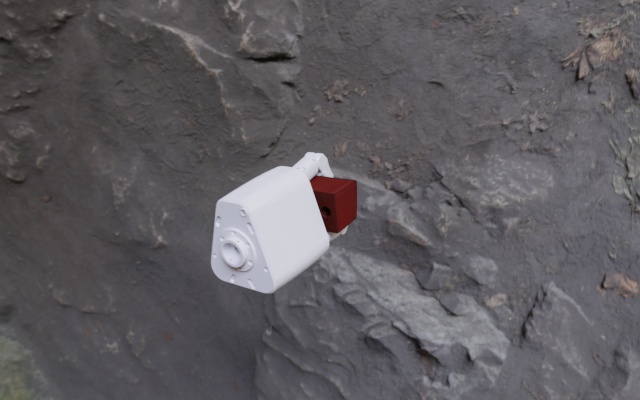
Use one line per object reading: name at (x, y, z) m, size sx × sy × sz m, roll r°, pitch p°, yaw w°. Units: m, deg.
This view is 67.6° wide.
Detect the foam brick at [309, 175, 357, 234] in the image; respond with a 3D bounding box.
foam brick at (0.000, 0.002, 0.591) m, size 0.078 × 0.053 × 0.051 m, roll 9°, pitch 26°, yaw 30°
